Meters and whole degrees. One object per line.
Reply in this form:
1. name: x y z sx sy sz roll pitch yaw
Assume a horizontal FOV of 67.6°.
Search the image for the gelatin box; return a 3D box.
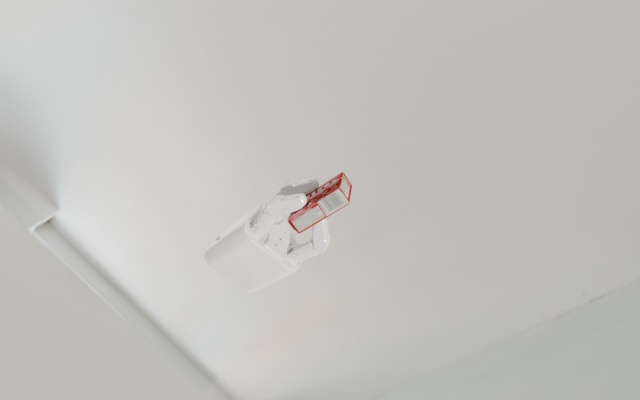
1. gelatin box: 0.001 0.002 0.678 0.089 0.030 0.073 -31 14 17
